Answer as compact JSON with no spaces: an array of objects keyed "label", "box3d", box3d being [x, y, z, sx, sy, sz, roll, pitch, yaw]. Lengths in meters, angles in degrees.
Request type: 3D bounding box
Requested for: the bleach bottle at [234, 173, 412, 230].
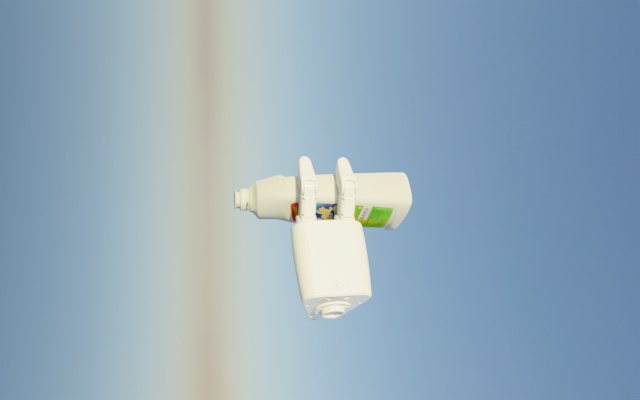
[{"label":"bleach bottle","box3d":[0.000,0.002,0.703,0.251,0.068,0.103,-1,-30,-13]}]
